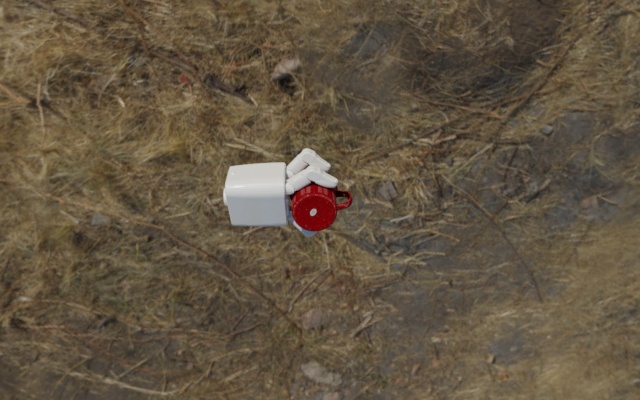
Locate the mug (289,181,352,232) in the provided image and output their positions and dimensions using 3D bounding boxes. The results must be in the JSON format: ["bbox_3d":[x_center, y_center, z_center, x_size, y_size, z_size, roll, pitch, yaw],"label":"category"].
[{"bbox_3d":[0.002,0.003,0.875,0.117,0.093,0.081,-2,30,-1],"label":"mug"}]
